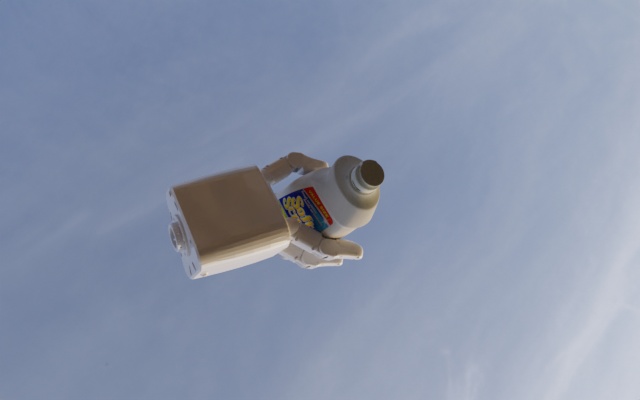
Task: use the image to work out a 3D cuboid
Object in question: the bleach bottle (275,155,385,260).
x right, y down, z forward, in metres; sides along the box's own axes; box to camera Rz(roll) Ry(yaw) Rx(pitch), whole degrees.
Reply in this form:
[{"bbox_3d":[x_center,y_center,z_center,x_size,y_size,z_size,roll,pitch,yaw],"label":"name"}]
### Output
[{"bbox_3d":[0.000,0.002,0.586,0.068,0.102,0.251,-16,-10,-28],"label":"bleach bottle"}]
